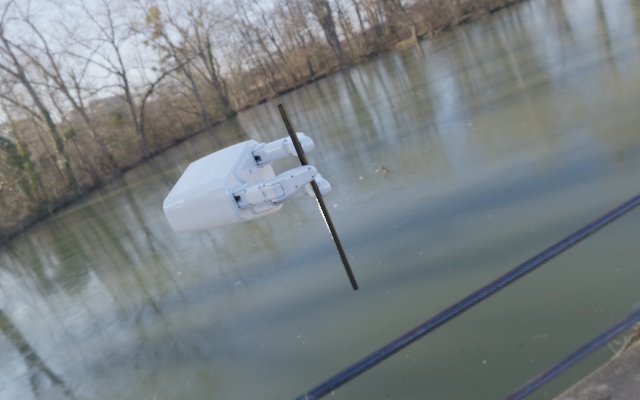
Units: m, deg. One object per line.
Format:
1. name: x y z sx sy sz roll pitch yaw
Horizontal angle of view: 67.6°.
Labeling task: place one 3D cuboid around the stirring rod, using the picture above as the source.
1. stirring rod: 0.000 0.002 0.555 0.011 0.239 0.011 -20 16 6
